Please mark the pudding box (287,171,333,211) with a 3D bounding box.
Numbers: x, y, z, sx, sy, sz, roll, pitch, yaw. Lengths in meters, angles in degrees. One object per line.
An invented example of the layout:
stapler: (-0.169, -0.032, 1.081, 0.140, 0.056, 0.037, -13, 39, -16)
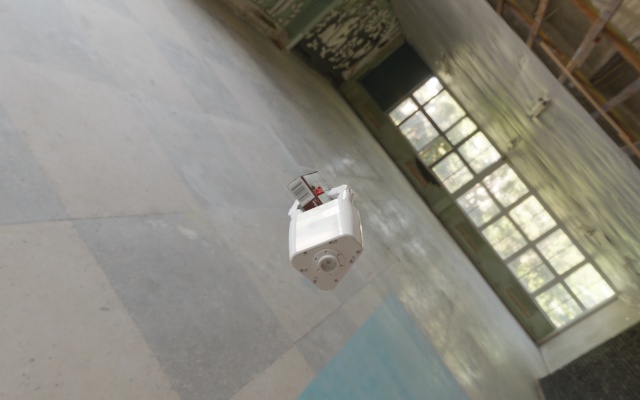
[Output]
pudding box: (0.000, 0.003, 0.874, 0.039, 0.113, 0.090, -37, -5, 20)
